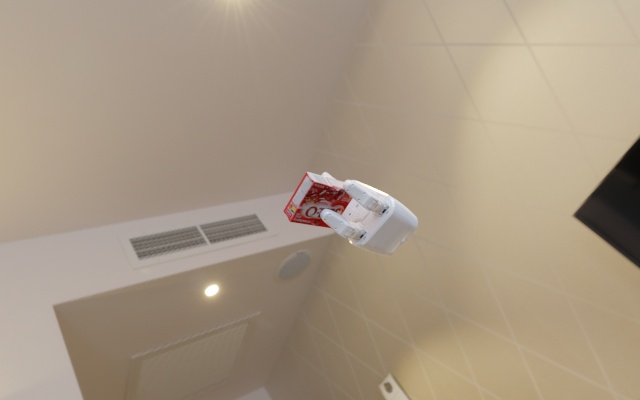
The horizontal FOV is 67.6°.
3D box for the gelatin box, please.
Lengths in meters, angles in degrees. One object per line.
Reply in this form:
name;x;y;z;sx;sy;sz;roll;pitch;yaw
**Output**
gelatin box;0.000;0.002;0.712;0.089;0.073;0.030;13;29;-41
